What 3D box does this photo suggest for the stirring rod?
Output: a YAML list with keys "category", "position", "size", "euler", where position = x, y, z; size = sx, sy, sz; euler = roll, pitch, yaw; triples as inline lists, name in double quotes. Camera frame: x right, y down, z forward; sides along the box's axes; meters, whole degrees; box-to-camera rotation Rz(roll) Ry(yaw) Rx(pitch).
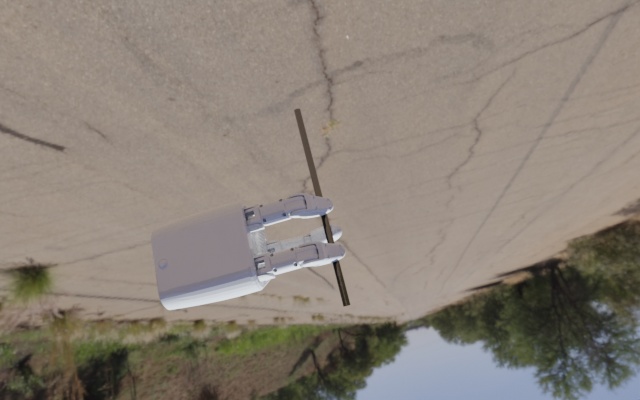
- category: "stirring rod"
  position: [0.000, 0.002, 0.549]
  size: [0.011, 0.239, 0.011]
  euler: [-13, -16, -4]
